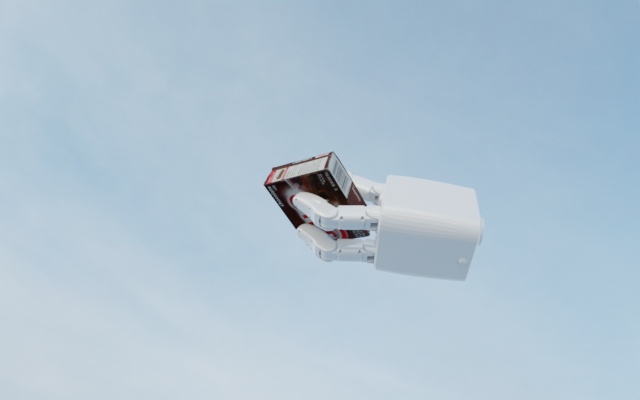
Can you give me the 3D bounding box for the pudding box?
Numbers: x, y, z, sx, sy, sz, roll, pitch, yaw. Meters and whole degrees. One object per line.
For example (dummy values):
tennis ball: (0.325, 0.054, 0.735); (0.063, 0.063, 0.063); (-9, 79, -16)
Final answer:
pudding box: (0.000, 0.002, 0.573); (0.090, 0.113, 0.039); (-13, 35, 29)
